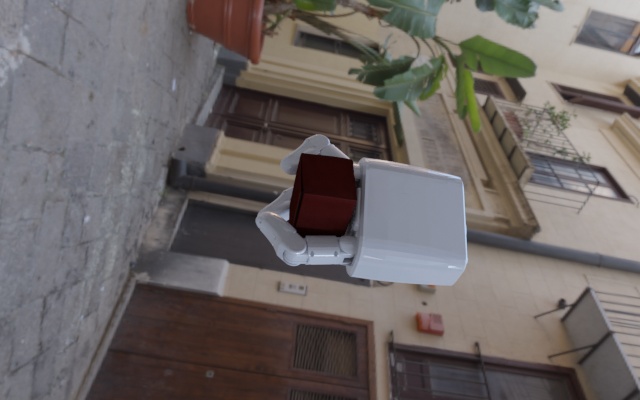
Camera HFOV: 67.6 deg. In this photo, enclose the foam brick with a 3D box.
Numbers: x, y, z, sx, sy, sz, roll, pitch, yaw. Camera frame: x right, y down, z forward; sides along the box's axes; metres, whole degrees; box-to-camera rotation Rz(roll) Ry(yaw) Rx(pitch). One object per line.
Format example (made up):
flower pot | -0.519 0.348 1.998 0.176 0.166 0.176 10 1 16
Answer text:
foam brick | 0.000 0.001 0.455 0.051 0.053 0.078 6 -42 -9
